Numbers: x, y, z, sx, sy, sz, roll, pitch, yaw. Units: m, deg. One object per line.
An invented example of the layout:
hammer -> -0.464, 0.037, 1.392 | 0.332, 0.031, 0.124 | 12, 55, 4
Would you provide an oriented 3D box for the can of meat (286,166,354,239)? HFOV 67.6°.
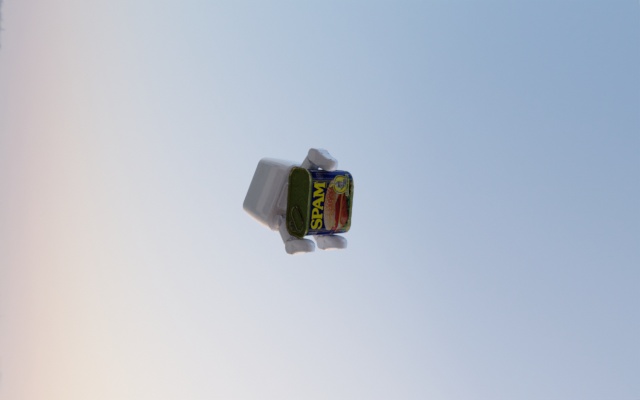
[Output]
can of meat -> 0.000, 0.002, 0.709 | 0.084, 0.102, 0.057 | -1, 10, -35
